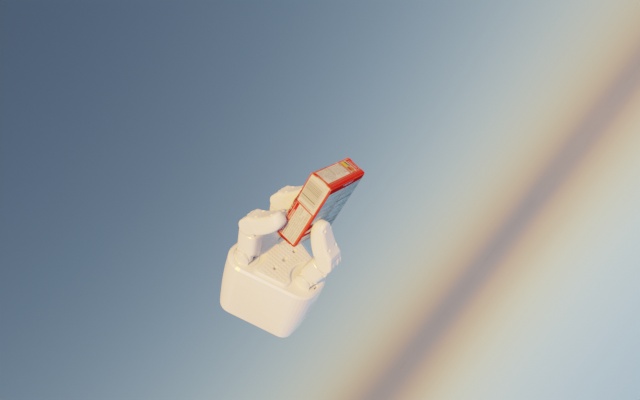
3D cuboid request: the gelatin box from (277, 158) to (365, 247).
[{"bbox_3d":[0.001,0.002,0.510,0.030,0.089,0.073,43,35,15],"label":"gelatin box"}]
